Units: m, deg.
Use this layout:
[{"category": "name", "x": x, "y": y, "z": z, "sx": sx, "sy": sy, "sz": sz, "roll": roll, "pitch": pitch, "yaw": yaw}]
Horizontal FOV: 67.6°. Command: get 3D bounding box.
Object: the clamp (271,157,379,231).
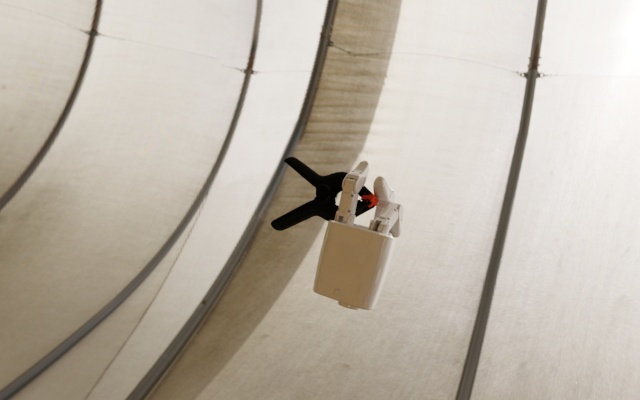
[{"category": "clamp", "x": 0.001, "y": 0.002, "z": 0.730, "sx": 0.171, "sy": 0.120, "sz": 0.039, "roll": 14, "pitch": -3, "yaw": 30}]
